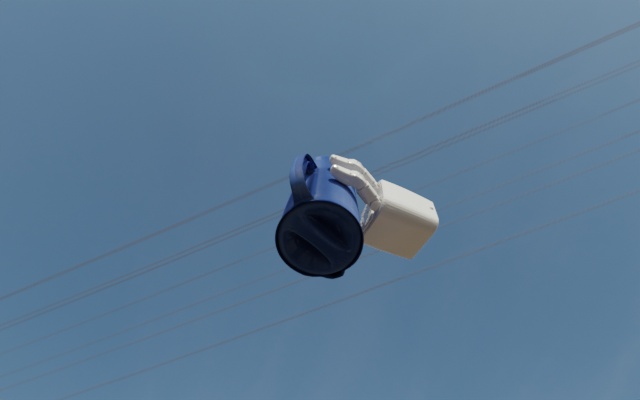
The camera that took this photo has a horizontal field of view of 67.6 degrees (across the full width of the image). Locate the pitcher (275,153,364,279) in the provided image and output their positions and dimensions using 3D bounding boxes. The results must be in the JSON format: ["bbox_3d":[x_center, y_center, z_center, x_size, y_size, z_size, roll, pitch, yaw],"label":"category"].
[{"bbox_3d":[0.000,0.003,0.810,0.145,0.149,0.242,22,24,-8],"label":"pitcher"}]
